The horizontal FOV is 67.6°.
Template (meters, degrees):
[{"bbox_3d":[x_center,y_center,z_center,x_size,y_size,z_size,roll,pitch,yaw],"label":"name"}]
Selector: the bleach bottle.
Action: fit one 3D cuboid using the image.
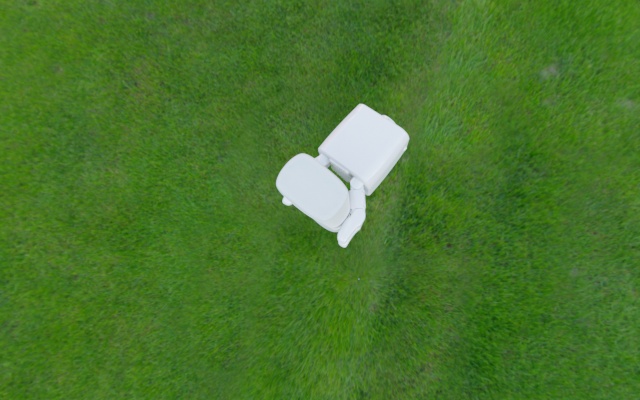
[{"bbox_3d":[0.000,0.003,0.768,0.102,0.068,0.251,39,-4,9],"label":"bleach bottle"}]
